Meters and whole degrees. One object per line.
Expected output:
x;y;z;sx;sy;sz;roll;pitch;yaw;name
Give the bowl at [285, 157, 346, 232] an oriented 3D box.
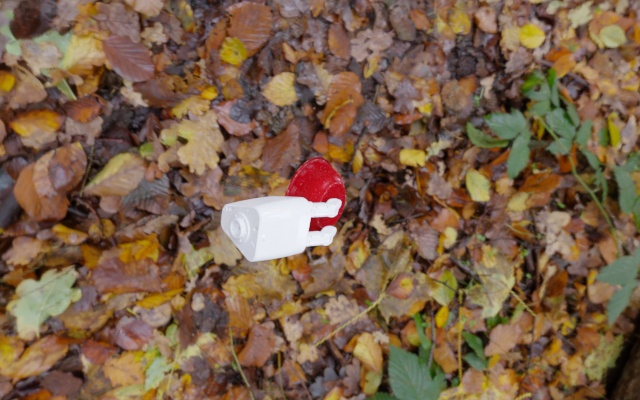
0.001;0.003;0.896;0.055;0.162;0.162;20;11;31;bowl
